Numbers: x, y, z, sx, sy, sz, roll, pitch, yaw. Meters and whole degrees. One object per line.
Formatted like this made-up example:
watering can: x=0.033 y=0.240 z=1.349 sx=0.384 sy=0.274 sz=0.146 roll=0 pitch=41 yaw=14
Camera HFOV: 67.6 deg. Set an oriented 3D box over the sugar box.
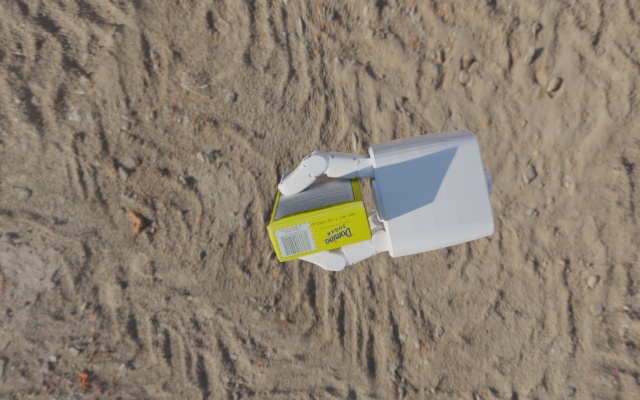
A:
sugar box: x=0.000 y=0.002 z=0.519 sx=0.093 sy=0.048 sz=0.176 roll=-14 pitch=16 yaw=5
